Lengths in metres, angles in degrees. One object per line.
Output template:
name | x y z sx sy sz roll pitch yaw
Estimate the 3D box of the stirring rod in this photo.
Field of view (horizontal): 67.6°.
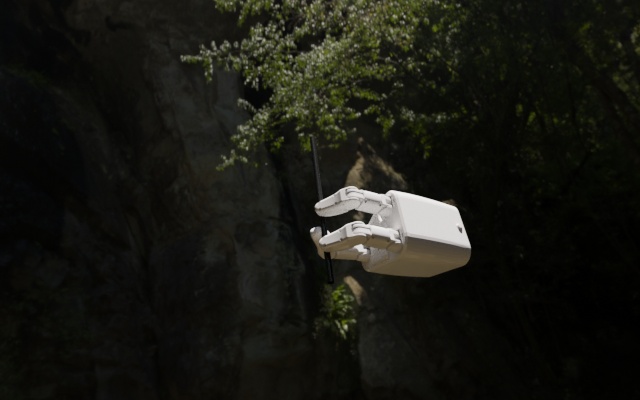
stirring rod | 0.000 0.002 0.634 0.011 0.239 0.011 -5 -38 -4
